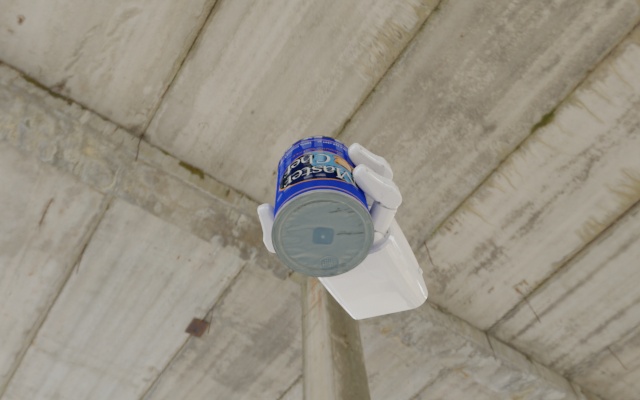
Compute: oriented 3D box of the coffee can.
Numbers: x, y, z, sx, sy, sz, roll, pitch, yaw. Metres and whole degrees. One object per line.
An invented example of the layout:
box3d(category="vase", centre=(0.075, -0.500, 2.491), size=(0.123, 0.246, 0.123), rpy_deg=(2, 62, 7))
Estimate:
box3d(category="coffee can", centre=(0.000, 0.002, 0.531), size=(0.103, 0.103, 0.140), rpy_deg=(0, 30, -2))
